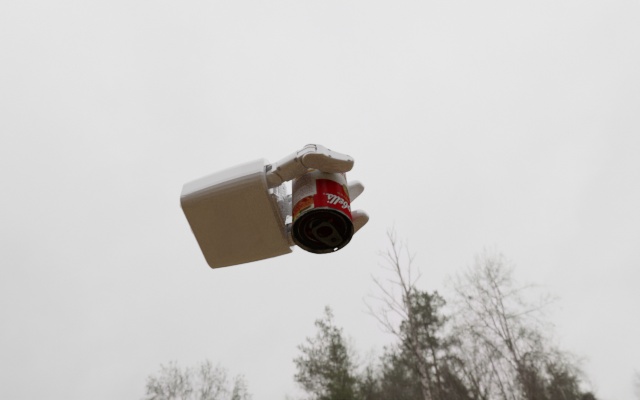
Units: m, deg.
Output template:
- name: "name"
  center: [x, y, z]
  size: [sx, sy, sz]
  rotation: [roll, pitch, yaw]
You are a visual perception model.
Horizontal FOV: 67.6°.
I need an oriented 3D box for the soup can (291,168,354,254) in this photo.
- name: "soup can"
  center: [0.001, 0.001, 0.546]
  size: [0.068, 0.069, 0.102]
  rotation: [0, 40, -3]
